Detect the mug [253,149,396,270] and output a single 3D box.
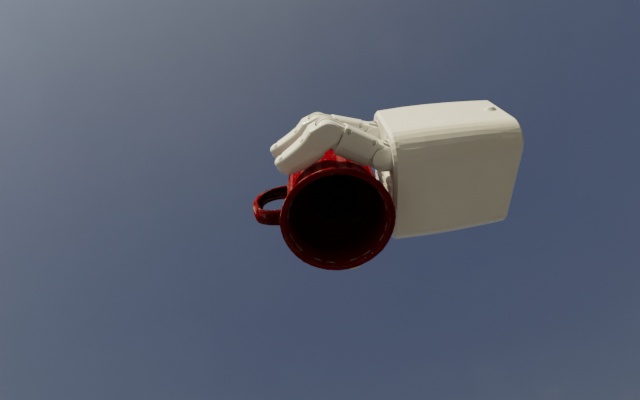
[{"bbox_3d":[-0.001,0.002,0.417,0.117,0.093,0.081,-7,26,0],"label":"mug"}]
